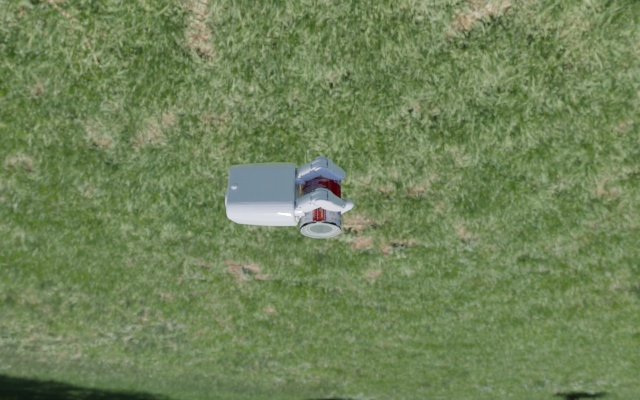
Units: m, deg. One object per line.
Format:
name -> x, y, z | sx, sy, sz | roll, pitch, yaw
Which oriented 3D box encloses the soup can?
soup can -> 0.001, 0.003, 0.777 | 0.068, 0.102, 0.068 | 0, -25, 0
